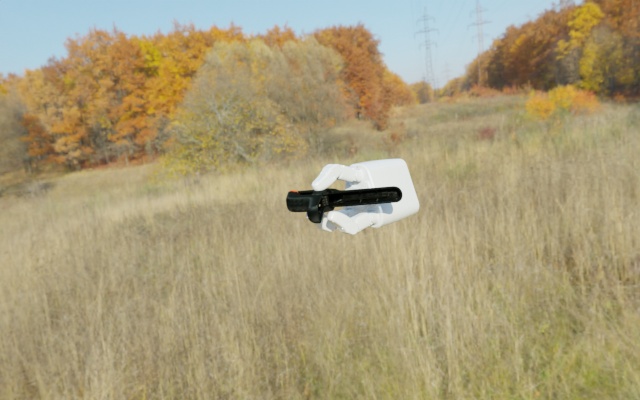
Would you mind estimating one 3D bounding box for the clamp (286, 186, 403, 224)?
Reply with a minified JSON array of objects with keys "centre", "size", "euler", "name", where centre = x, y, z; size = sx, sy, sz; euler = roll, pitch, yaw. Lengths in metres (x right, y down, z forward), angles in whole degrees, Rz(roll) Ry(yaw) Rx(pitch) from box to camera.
[{"centre":[0.000,0.002,0.755],"size":[0.164,0.036,0.210],"euler":[-14,10,-39],"name":"clamp"}]
